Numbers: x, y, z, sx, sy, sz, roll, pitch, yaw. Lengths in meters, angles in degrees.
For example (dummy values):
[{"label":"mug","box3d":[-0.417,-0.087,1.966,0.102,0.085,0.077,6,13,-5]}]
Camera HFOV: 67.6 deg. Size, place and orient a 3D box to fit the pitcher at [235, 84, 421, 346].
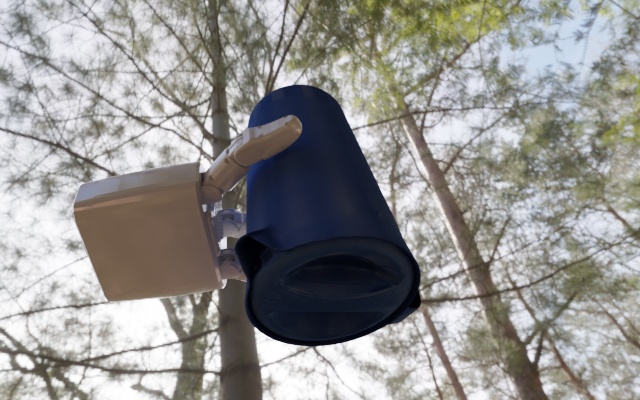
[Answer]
[{"label":"pitcher","box3d":[0.000,0.001,0.444,0.145,0.149,0.242,-11,43,-2]}]
